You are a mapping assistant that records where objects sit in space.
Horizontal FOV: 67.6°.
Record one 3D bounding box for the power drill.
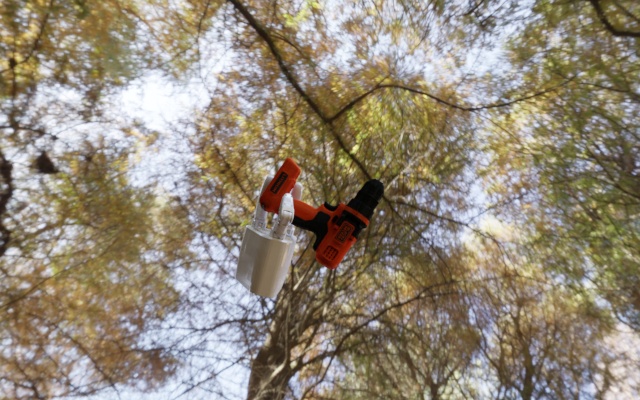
[{"bbox_3d":[0.000,0.003,0.863,0.187,0.184,0.057,33,-9,8],"label":"power drill"}]
